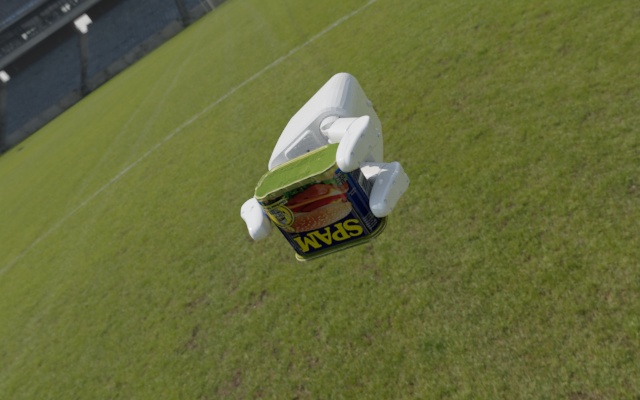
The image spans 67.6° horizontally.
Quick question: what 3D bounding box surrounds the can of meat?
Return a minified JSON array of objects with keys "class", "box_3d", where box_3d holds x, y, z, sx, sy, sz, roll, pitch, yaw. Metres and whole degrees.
[{"class":"can of meat","box_3d":[0.000,0.001,0.452,0.102,0.084,0.057,-20,30,26]}]
